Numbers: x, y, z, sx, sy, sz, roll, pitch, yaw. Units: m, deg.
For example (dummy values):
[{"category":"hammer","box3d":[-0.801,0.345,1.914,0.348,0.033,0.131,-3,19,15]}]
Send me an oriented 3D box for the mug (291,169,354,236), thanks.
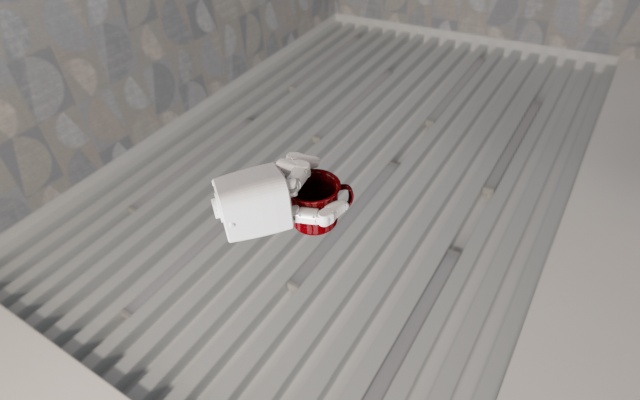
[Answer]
[{"category":"mug","box3d":[0.001,0.002,0.819,0.117,0.082,0.093,-12,41,-12]}]
